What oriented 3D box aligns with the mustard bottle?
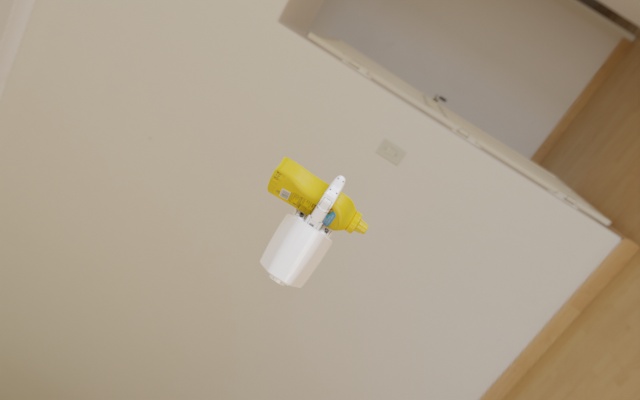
[{"bbox_3d":[0.000,0.002,0.850,0.191,0.058,0.096,32,-29,0],"label":"mustard bottle"}]
